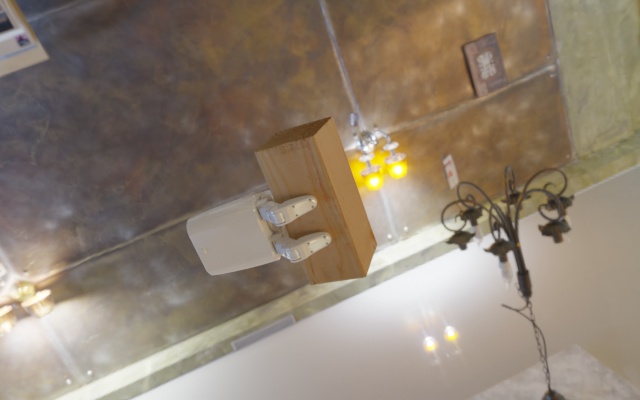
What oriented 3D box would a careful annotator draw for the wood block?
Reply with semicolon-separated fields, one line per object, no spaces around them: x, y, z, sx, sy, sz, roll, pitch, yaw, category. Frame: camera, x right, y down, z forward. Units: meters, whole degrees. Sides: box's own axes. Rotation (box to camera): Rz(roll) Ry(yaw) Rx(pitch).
0.000;0.002;0.662;0.090;0.206;0.090;-13;21;22;wood block
